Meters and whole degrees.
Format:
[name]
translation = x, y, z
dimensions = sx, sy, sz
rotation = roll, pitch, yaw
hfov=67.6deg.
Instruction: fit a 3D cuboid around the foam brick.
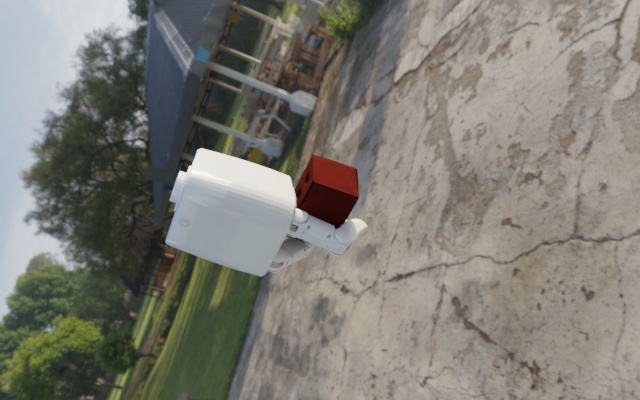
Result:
[foam brick]
translation = 0.000, 0.001, 0.499
dimensions = 0.051, 0.078, 0.053
rotation = 20, 34, -14
